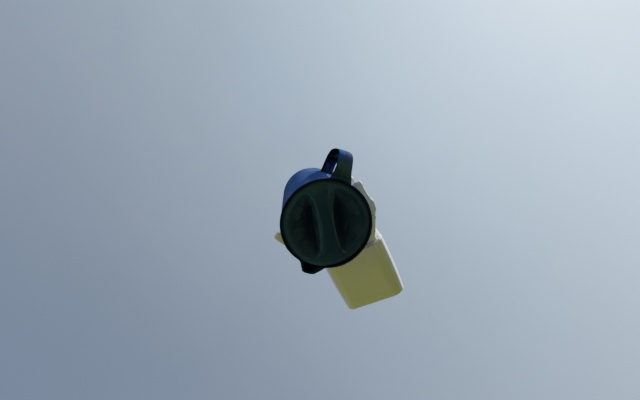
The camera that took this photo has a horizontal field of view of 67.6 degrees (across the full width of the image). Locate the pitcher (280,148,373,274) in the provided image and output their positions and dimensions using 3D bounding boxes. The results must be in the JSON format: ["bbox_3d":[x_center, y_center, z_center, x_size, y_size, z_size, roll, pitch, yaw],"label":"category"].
[{"bbox_3d":[0.000,0.003,0.788,0.149,0.145,0.242,-29,13,0],"label":"pitcher"}]
